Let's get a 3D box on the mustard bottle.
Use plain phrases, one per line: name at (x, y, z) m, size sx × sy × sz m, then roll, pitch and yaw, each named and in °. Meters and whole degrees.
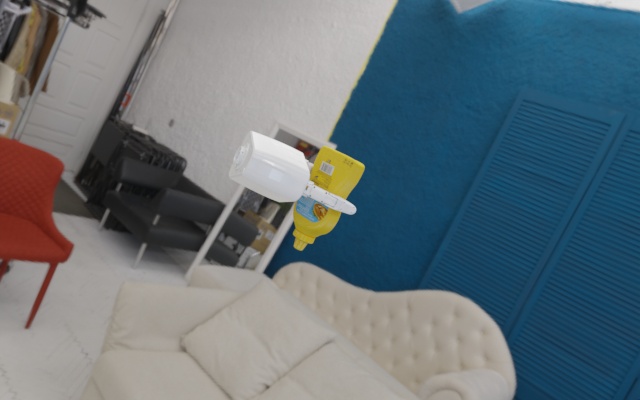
mustard bottle at (0.001, 0.003, 0.866) m, size 0.096 × 0.191 × 0.058 m, roll 31°, pitch 7°, yaw 41°
